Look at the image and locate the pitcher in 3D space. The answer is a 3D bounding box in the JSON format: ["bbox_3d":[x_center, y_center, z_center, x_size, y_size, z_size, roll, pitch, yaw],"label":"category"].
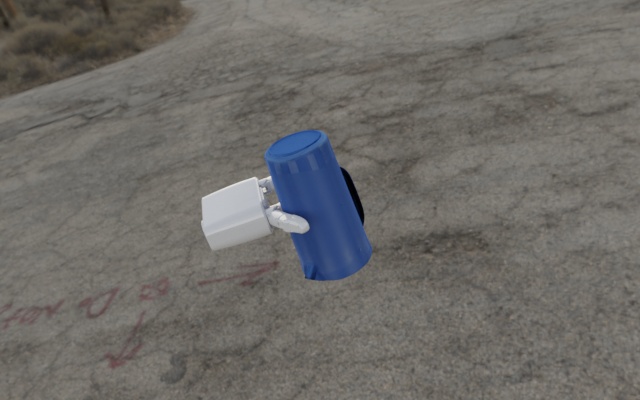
[{"bbox_3d":[0.000,0.003,0.825,0.145,0.243,0.149,-20,26,0],"label":"pitcher"}]
